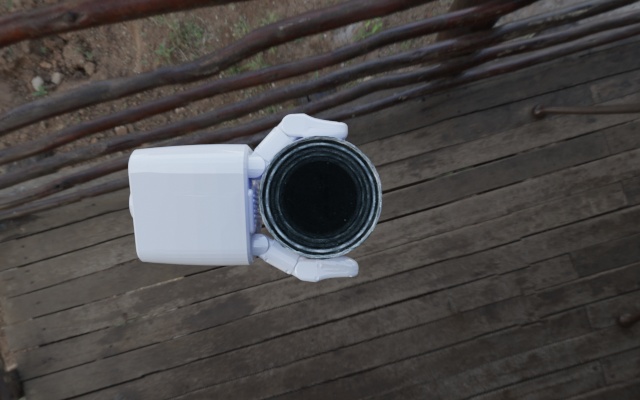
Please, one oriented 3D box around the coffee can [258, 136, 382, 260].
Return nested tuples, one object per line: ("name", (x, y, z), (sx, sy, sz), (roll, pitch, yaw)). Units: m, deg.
("coffee can", (0.000, 0.002, 0.460), (0.103, 0.103, 0.140), (0, -4, 0))
